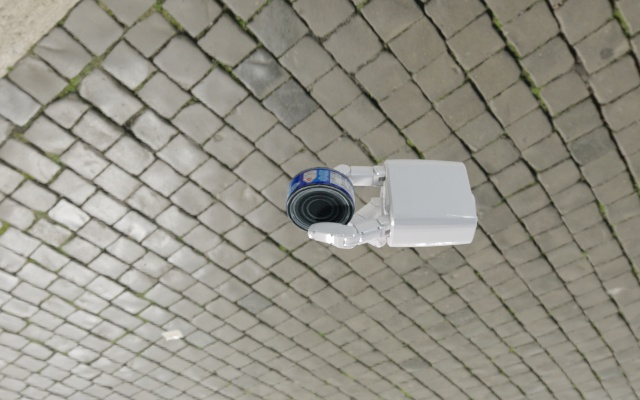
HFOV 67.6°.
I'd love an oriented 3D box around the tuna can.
[{"bbox_3d":[0.000,0.002,0.593,0.086,0.086,0.033,0,42,3],"label":"tuna can"}]
